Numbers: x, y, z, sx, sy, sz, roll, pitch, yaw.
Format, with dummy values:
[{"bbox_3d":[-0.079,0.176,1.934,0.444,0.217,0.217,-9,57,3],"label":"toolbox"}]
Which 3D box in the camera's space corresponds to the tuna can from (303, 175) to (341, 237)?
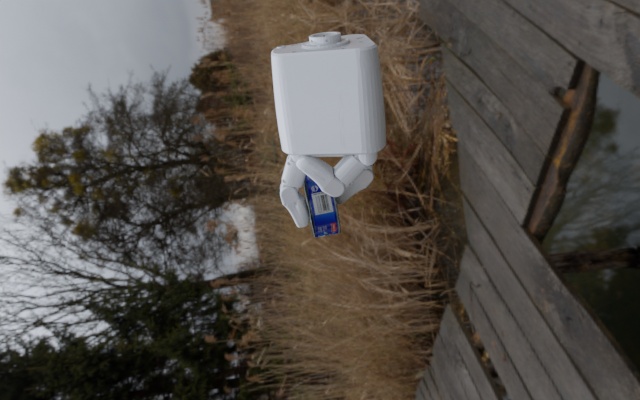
[{"bbox_3d":[0.000,0.002,0.589,0.034,0.086,0.086,-11,0,-2],"label":"tuna can"}]
